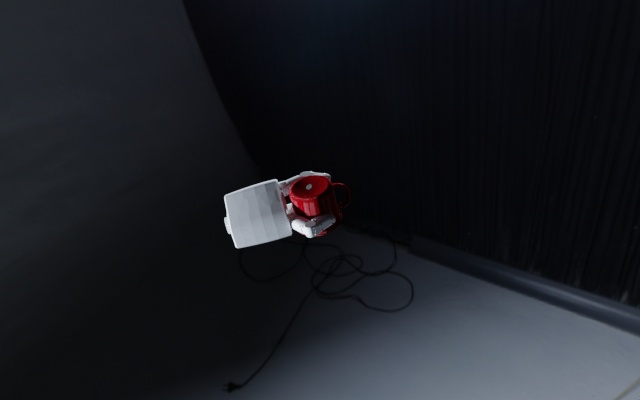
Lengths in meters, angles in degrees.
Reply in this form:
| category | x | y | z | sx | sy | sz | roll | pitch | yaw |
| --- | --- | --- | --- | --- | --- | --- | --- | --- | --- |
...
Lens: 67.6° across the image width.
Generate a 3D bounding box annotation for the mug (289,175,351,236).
| category | x | y | z | sx | sy | sz | roll | pitch | yaw |
| --- | --- | --- | --- | --- | --- | --- | --- | --- | --- |
| mug | 0.001 | 0.002 | 0.892 | 0.117 | 0.082 | 0.093 | -17 | 36 | -5 |
